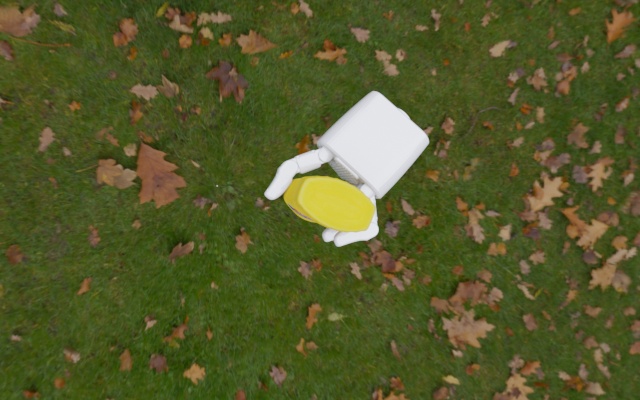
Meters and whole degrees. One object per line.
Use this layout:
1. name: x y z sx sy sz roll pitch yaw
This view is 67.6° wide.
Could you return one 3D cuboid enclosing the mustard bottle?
1. mustard bottle: 0.000 0.002 0.641 0.096 0.058 0.191 21 -3 -12
